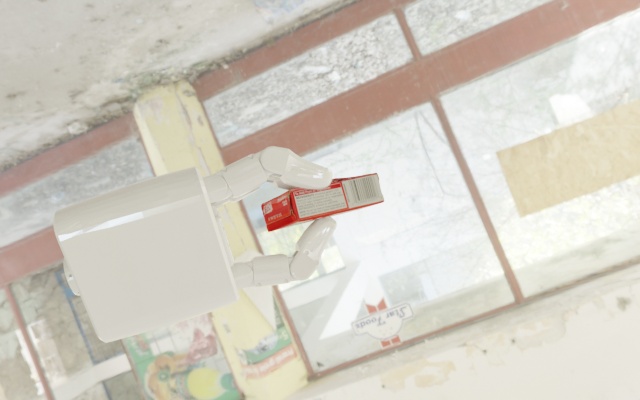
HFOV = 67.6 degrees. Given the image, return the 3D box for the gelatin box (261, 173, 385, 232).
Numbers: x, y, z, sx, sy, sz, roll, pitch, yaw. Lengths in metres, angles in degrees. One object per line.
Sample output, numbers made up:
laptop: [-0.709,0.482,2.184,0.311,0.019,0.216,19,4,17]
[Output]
gelatin box: [0.000,0.002,0.429,0.089,0.030,0.073,-12,-4,-26]
